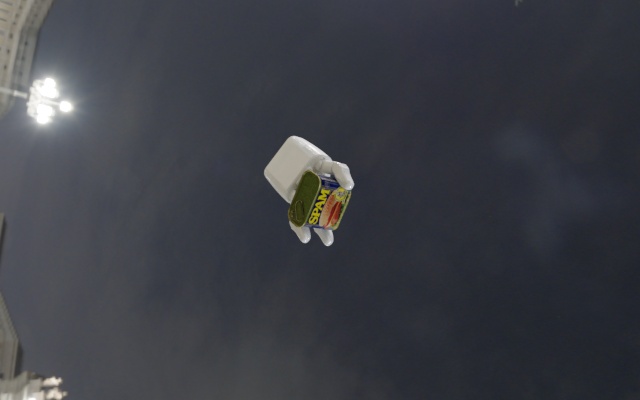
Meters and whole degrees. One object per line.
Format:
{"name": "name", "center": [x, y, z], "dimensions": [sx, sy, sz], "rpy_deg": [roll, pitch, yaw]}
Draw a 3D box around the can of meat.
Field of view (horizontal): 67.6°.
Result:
{"name": "can of meat", "center": [0.000, 0.003, 0.875], "dimensions": [0.084, 0.102, 0.057], "rpy_deg": [11, 18, -40]}
